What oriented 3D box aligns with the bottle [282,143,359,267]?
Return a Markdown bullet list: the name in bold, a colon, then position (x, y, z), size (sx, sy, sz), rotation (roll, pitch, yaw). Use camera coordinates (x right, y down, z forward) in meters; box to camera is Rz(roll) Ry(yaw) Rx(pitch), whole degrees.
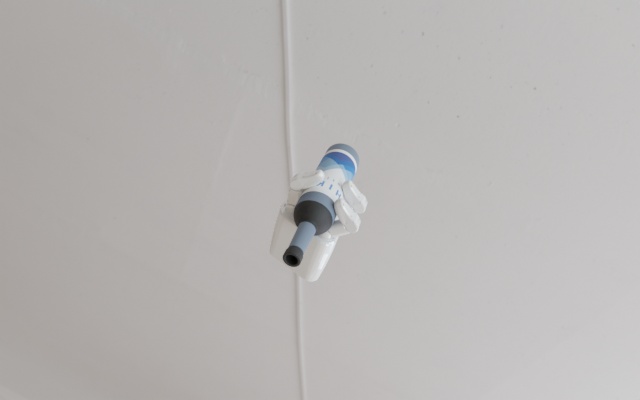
- **bottle**: position (0.000, 0.002, 0.787), size (0.069, 0.069, 0.295), rotation (0, 34, 20)
